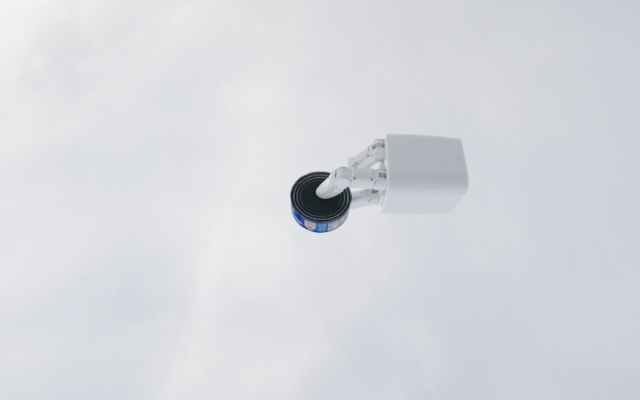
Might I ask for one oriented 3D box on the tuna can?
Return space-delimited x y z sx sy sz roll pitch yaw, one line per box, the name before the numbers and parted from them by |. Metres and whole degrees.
tuna can | 0.000 0.003 0.671 0.086 0.086 0.034 0 -34 -3
